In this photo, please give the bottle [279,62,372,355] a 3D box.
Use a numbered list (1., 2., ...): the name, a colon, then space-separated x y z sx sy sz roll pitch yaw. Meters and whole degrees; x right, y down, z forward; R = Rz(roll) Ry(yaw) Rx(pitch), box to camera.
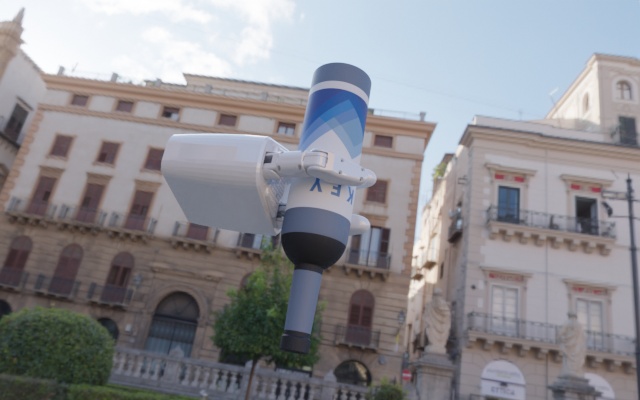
1. bottle: 0.000 0.001 0.483 0.069 0.295 0.069 9 -20 3
